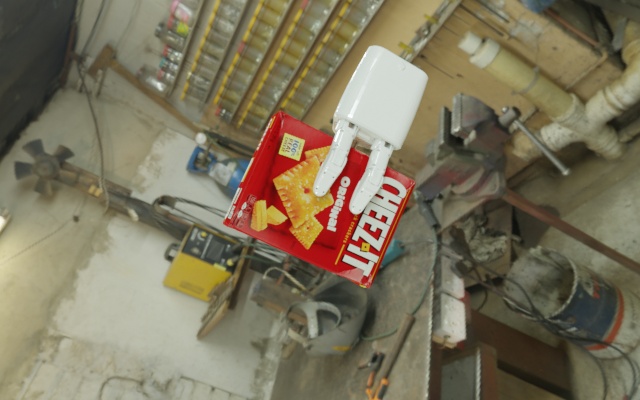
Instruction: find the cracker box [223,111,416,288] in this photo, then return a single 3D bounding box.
[{"bbox_3d":[0.000,0.002,0.647,0.214,0.164,0.072,26,-5,-15],"label":"cracker box"}]
